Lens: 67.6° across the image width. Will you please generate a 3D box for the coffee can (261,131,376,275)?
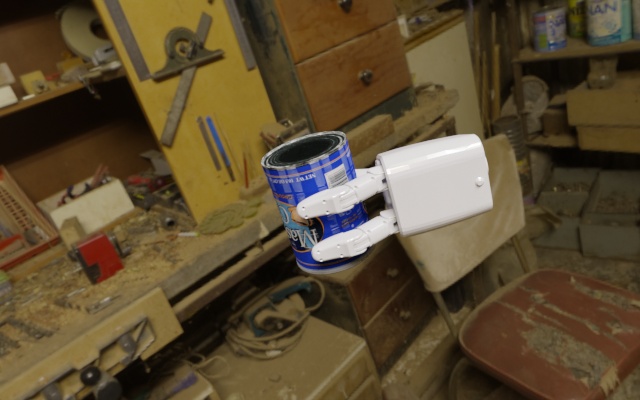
[{"bbox_3d":[0.000,0.002,0.570,0.103,0.140,0.102,-15,23,7],"label":"coffee can"}]
